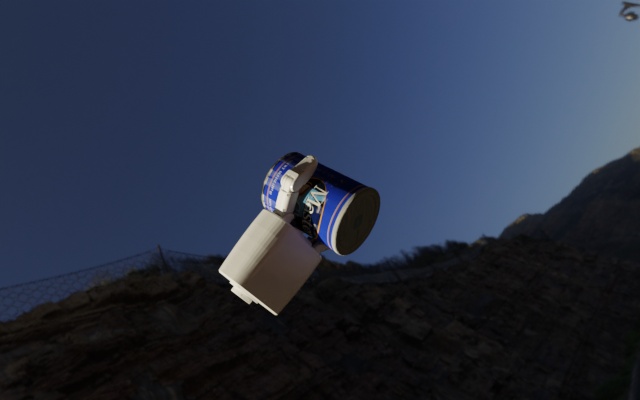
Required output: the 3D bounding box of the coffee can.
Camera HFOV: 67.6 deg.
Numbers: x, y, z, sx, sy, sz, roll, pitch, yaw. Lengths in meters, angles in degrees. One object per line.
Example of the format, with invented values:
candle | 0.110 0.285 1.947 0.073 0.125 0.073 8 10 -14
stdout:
coffee can | 0.000 0.002 0.690 0.140 0.103 0.103 28 15 31
